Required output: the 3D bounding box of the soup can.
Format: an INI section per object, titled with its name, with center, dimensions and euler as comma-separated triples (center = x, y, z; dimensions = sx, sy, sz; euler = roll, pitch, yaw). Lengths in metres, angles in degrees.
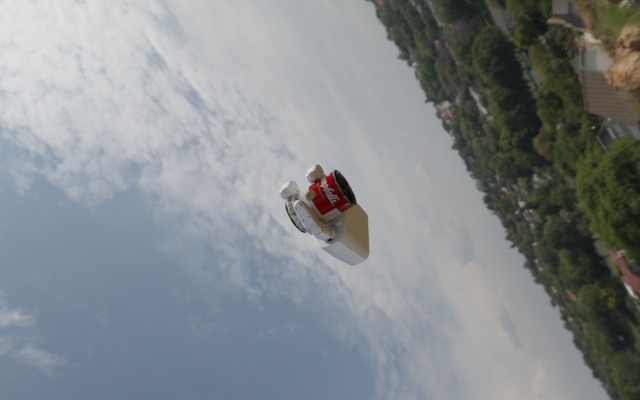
[soup can]
center = 0.000, 0.003, 0.804
dimensions = 0.102, 0.068, 0.068
euler = -31, -10, 18
